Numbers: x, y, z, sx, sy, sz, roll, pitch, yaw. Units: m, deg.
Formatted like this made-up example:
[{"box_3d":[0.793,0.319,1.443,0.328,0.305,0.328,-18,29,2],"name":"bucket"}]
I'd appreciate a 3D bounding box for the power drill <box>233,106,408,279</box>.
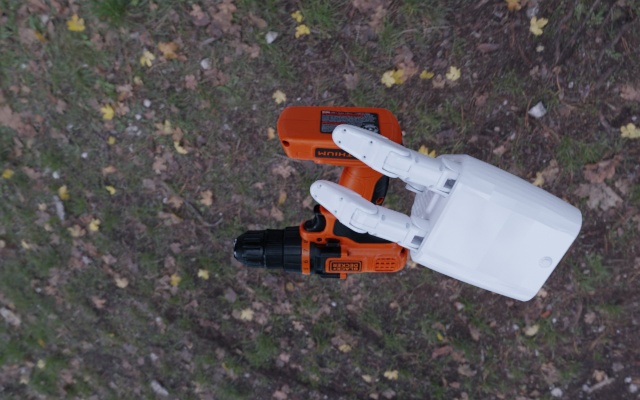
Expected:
[{"box_3d":[0.000,0.001,0.462,0.184,0.188,0.057,0,44,-1],"name":"power drill"}]
